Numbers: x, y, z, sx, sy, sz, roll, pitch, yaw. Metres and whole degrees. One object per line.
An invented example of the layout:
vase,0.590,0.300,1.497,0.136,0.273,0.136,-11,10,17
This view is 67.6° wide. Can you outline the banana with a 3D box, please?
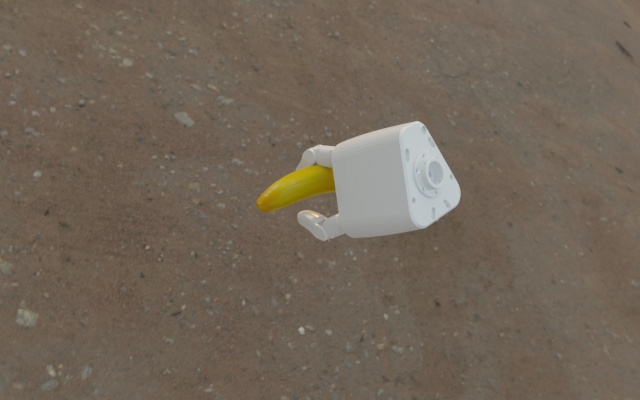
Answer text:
banana,0.007,-0.016,0.617,0.198,0.069,0.037,3,17,-43
